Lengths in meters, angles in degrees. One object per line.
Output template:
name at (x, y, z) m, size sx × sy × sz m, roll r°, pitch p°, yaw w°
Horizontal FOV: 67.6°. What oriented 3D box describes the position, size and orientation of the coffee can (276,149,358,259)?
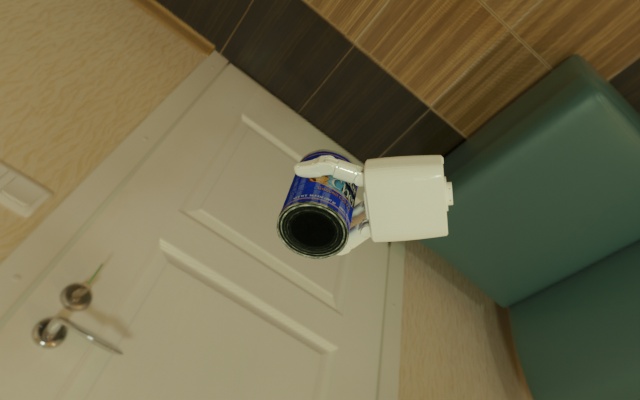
coffee can at (0.000, 0.002, 0.712) m, size 0.103 × 0.103 × 0.140 m, roll 0°, pitch 36°, yaw 12°
